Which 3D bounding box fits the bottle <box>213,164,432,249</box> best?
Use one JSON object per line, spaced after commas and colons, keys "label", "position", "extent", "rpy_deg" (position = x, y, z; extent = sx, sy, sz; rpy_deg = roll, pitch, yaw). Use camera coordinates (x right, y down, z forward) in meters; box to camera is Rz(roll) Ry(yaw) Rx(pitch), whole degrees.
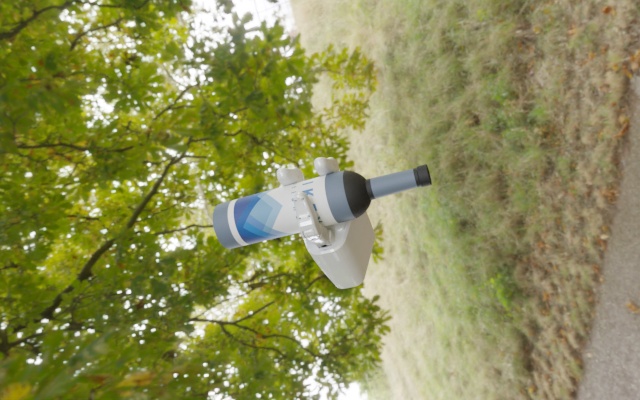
{"label": "bottle", "position": [0.000, 0.002, 0.642], "extent": [0.296, 0.069, 0.069], "rpy_deg": [-14, -4, 16]}
